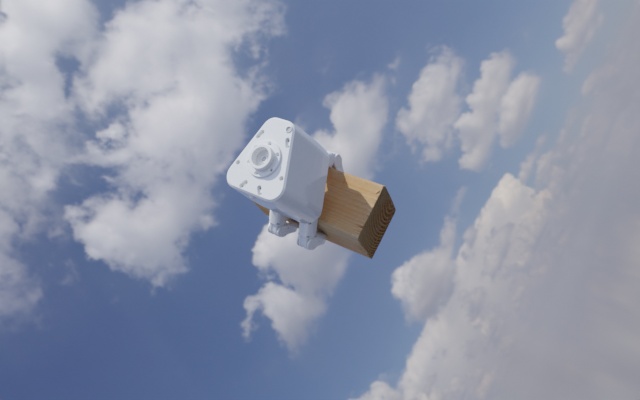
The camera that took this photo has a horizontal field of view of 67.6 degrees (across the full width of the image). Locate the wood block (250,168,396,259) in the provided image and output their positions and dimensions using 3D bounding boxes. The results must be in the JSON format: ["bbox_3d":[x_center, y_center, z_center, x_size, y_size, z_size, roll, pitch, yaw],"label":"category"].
[{"bbox_3d":[0.000,0.002,0.747,0.206,0.091,0.090,21,-16,28],"label":"wood block"}]
